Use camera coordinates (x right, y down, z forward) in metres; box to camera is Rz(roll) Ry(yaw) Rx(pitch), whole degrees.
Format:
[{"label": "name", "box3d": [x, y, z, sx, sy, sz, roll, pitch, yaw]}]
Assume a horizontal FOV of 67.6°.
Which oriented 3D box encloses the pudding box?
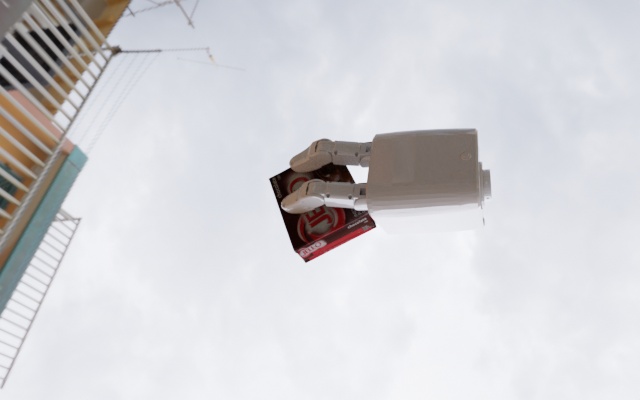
[{"label": "pudding box", "box3d": [0.000, 0.002, 0.537, 0.090, 0.113, 0.039, -27, -40, 4]}]
